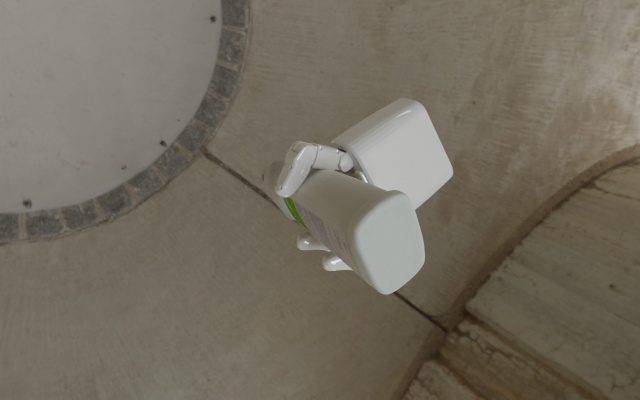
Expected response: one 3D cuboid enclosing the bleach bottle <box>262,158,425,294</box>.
[{"bbox_3d":[0.000,0.002,0.521,0.068,0.103,0.250,-36,36,-17],"label":"bleach bottle"}]
